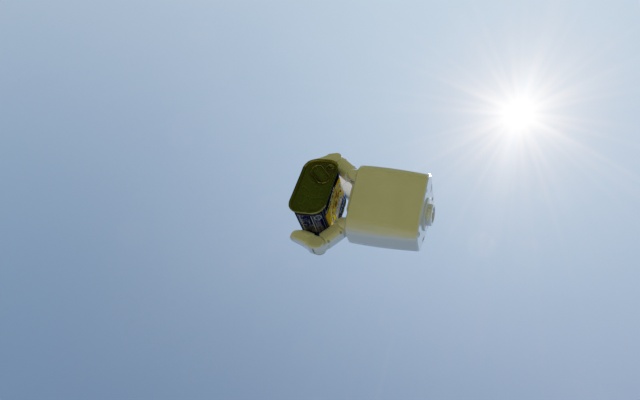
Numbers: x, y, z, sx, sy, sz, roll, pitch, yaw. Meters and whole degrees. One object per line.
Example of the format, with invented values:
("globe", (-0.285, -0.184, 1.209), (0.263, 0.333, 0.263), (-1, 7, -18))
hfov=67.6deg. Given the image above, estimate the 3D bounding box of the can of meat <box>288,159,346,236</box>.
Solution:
("can of meat", (0.000, 0.003, 0.725), (0.057, 0.102, 0.084), (5, -36, 21))
